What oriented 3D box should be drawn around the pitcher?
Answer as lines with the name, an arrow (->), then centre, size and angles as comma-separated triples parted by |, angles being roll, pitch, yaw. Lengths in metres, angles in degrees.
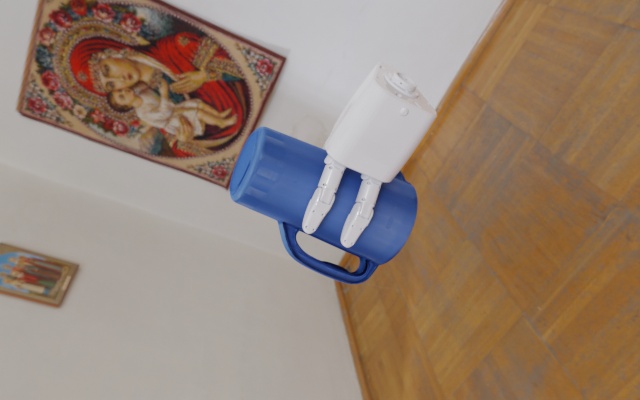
pitcher -> 0.000, 0.002, 0.665 | 0.243, 0.145, 0.149 | 22, 35, -20
